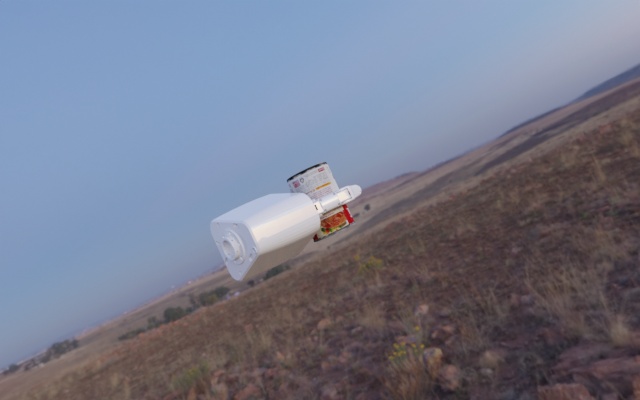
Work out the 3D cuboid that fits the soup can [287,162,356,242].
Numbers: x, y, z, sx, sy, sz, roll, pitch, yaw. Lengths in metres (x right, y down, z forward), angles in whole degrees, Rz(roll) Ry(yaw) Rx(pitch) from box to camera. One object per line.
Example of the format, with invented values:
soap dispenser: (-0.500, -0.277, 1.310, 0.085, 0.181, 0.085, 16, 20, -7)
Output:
soup can: (0.000, 0.002, 0.710, 0.068, 0.102, 0.068, -25, -2, -1)
